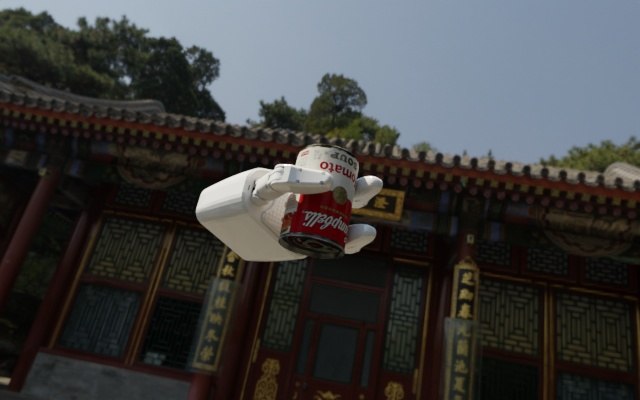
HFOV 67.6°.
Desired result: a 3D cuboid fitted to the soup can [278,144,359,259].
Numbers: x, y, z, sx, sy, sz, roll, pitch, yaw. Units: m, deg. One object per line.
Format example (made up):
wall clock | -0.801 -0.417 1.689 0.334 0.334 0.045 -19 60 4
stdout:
soup can | 0.000 0.001 0.495 0.068 0.102 0.068 10 -22 4
